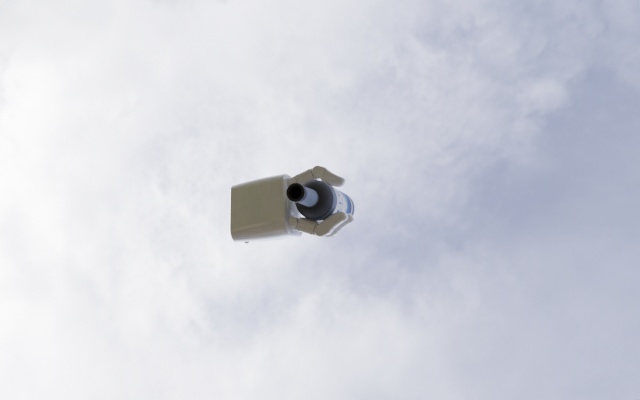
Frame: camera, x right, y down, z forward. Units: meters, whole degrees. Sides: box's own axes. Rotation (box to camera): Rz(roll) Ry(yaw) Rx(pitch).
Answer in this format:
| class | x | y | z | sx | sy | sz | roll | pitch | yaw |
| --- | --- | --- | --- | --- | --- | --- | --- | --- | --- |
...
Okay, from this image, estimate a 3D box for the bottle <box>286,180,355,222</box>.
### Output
| class | x | y | z | sx | sy | sz | roll | pitch | yaw |
| --- | --- | --- | --- | --- | --- | --- | --- | --- | --- |
| bottle | 0.000 | 0.003 | 0.818 | 0.069 | 0.069 | 0.296 | 0 | -6 | 14 |
